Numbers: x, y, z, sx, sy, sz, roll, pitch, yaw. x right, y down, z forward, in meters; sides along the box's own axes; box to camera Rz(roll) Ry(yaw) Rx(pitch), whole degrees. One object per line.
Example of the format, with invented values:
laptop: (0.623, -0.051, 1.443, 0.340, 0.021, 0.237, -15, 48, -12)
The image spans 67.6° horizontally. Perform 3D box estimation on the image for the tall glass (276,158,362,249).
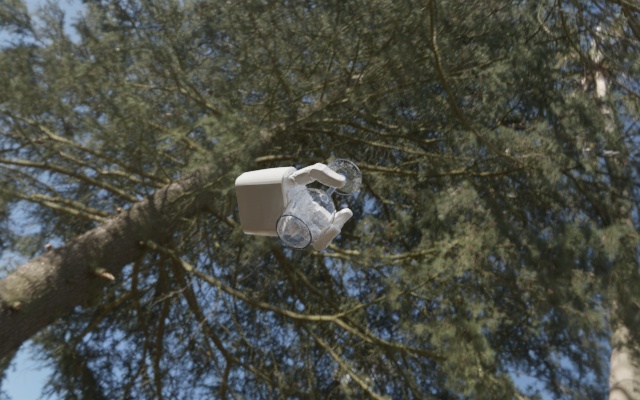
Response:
tall glass: (0.001, 0.002, 0.802, 0.079, 0.079, 0.201, 0, 28, 28)
